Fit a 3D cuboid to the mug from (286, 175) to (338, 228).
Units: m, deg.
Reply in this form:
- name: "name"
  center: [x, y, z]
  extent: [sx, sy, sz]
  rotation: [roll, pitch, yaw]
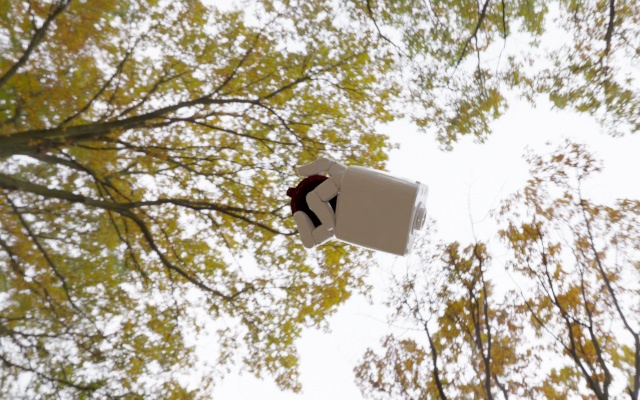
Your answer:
- name: "mug"
  center: [-0.001, 0.002, 0.772]
  extent: [0.117, 0.093, 0.081]
  rotation: [17, 9, 21]
